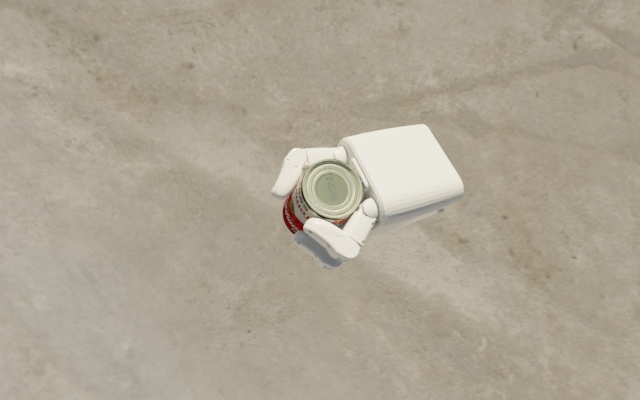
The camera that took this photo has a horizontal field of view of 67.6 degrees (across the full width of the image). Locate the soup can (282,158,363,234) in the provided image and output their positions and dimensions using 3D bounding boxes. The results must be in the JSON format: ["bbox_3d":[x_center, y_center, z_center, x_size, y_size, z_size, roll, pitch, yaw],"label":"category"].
[{"bbox_3d":[0.000,0.002,0.532,0.068,0.068,0.102,0,-16,-16],"label":"soup can"}]
